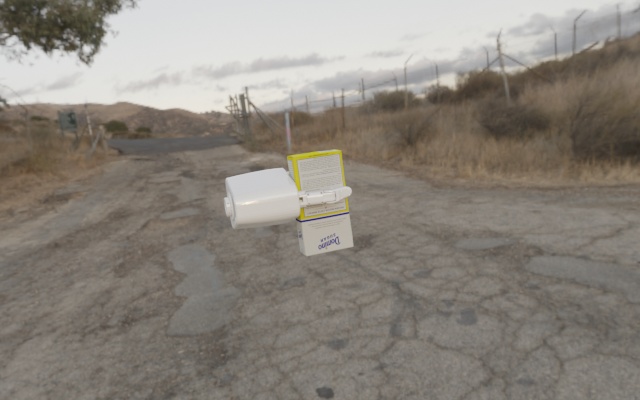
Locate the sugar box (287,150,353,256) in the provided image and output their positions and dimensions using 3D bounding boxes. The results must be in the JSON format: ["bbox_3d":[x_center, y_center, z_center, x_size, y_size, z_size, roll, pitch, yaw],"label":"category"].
[{"bbox_3d":[0.000,0.003,0.845,0.093,0.176,0.048,-9,11,-16],"label":"sugar box"}]
